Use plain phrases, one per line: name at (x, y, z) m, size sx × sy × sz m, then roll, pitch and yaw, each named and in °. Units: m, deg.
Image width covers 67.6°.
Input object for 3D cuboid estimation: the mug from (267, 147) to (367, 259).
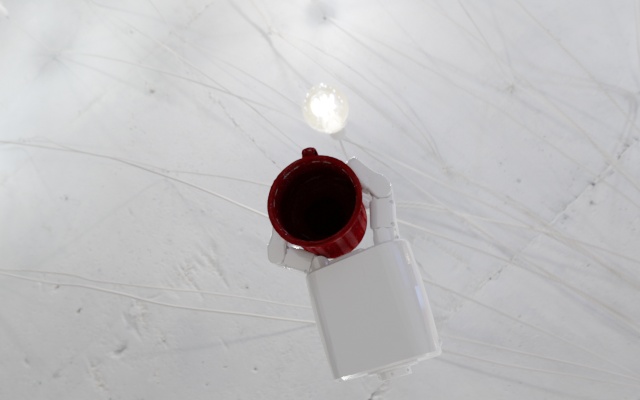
mug at (0.000, 0.000, 0.491) m, size 0.093 × 0.117 × 0.081 m, roll -17°, pitch -23°, yaw 8°
